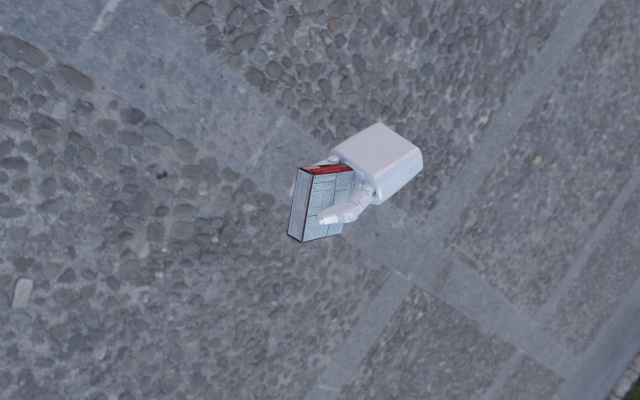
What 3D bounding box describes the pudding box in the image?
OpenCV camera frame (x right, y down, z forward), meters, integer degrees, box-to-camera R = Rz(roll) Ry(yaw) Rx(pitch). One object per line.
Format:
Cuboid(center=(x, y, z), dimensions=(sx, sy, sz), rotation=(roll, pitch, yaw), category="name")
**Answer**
Cuboid(center=(0.000, 0.002, 0.723), dimensions=(0.090, 0.113, 0.039), rotation=(-9, 26, -43), category="pudding box")
